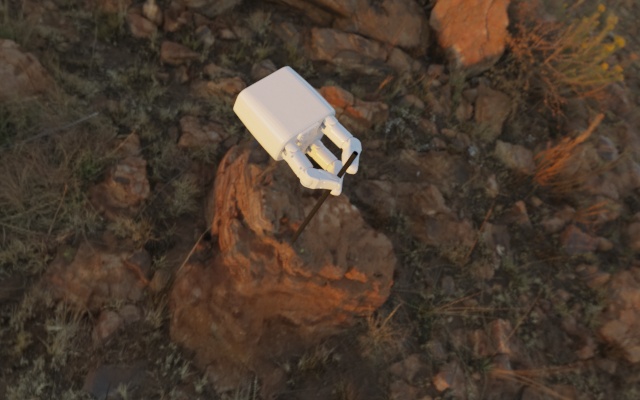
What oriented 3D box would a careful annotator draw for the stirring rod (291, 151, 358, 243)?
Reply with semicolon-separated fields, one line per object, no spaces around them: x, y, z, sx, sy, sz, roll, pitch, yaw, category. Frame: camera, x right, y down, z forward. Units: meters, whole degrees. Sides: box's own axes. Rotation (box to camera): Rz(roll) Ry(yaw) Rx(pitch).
0.000;0.002;0.740;0.011;0.011;0.240;0;-34;-29;stirring rod
